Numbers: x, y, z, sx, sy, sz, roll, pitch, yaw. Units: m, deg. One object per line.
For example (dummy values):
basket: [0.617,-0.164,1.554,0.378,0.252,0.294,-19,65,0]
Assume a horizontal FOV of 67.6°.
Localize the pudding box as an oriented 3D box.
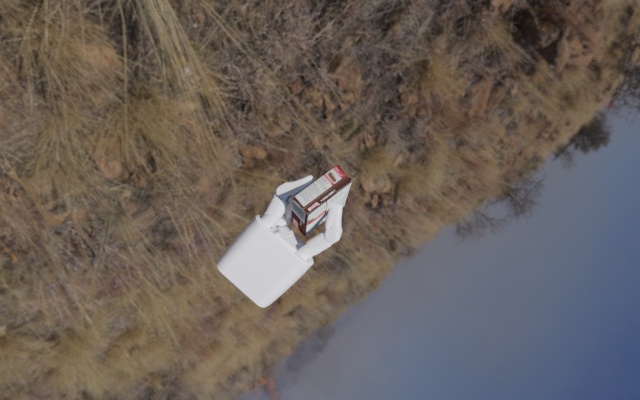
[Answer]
pudding box: [0.000,0.003,0.740,0.090,0.039,0.113,-38,-12,-16]
